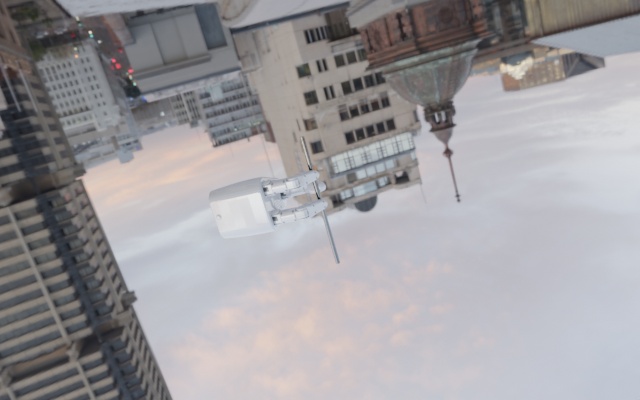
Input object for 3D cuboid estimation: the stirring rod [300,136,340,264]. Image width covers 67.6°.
[{"bbox_3d":[0.000,0.003,0.852,0.011,0.239,0.011,-15,13,4],"label":"stirring rod"}]
